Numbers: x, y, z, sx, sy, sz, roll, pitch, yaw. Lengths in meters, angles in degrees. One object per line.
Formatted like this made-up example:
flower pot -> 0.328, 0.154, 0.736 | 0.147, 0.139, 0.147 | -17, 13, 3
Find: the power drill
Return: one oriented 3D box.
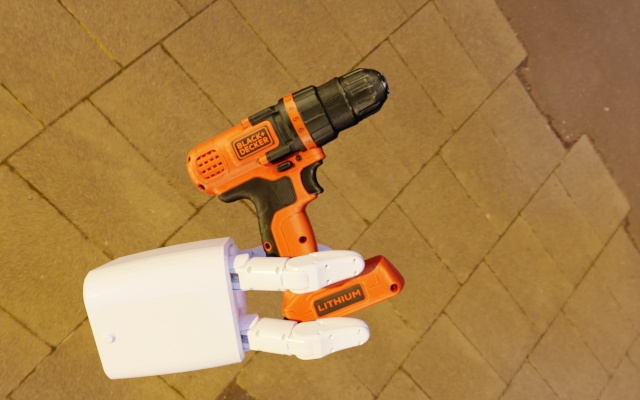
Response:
power drill -> 0.000, 0.002, 0.407 | 0.184, 0.187, 0.057 | -25, -1, 11
